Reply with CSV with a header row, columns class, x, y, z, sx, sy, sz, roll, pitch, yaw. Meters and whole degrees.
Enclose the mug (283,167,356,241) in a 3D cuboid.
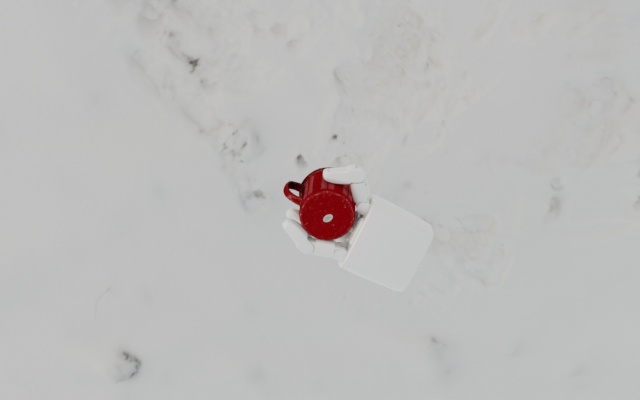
class,x,y,z,sx,sy,sz,roll,pitch,yaw
mug,-0.001,0.002,0.710,0.117,0.093,0.081,24,22,-8
